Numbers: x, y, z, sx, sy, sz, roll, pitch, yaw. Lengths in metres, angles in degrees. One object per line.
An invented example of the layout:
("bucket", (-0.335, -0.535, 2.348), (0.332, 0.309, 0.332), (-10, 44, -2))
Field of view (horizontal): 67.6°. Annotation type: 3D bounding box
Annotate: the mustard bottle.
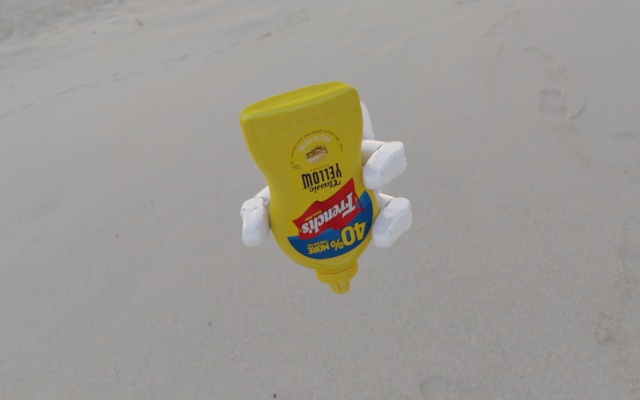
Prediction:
("mustard bottle", (0.000, 0.001, 0.417), (0.096, 0.192, 0.058), (-19, 27, -12))
